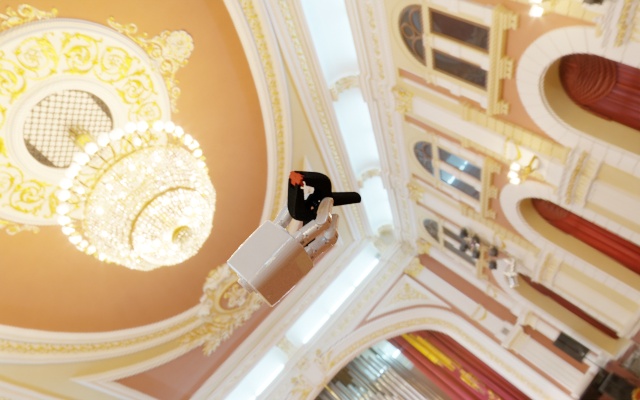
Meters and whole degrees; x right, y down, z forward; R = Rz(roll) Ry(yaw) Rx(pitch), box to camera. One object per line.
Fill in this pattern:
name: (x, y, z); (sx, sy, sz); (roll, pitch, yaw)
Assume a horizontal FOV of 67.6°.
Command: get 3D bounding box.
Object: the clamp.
clamp: (-0.001, 0.002, 0.861); (0.036, 0.164, 0.210); (36, -17, 33)
